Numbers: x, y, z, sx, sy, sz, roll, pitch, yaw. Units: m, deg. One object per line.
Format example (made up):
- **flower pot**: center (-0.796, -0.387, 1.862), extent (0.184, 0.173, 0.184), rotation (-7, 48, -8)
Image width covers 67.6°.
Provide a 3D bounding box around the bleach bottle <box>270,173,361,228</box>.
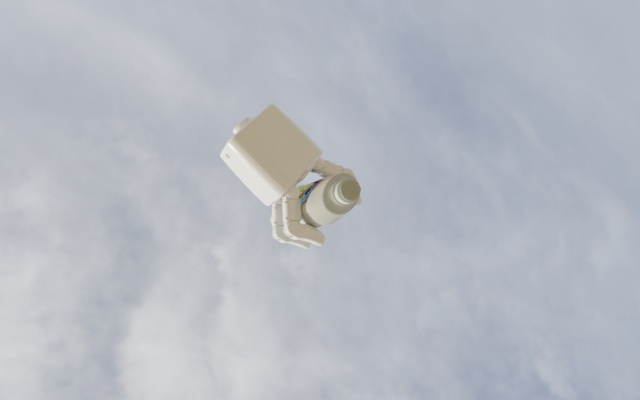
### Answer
- **bleach bottle**: center (0.000, 0.002, 0.720), extent (0.102, 0.068, 0.251), rotation (-46, 8, -22)
